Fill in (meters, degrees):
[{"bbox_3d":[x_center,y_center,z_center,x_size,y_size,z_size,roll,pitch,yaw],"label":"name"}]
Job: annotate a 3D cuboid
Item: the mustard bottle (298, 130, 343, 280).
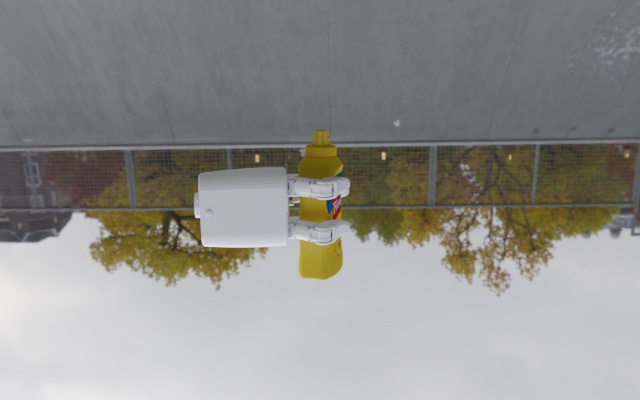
[{"bbox_3d":[0.000,0.002,0.639,0.058,0.192,0.096,3,13,16],"label":"mustard bottle"}]
